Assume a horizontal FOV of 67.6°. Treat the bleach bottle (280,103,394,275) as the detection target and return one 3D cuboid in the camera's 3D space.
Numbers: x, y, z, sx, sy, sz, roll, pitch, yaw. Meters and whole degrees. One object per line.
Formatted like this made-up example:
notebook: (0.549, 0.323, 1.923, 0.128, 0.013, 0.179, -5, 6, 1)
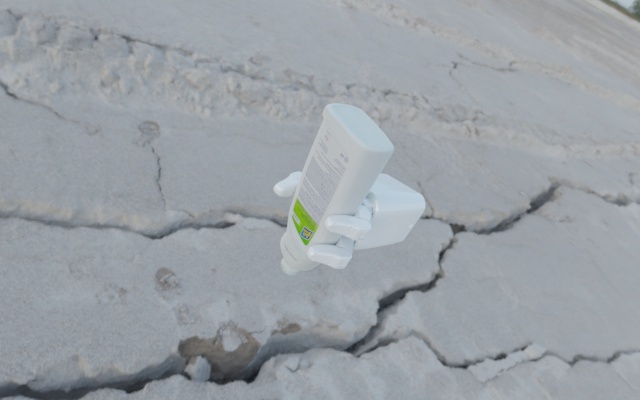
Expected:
bleach bottle: (0.000, 0.002, 0.645, 0.068, 0.251, 0.102, -2, 44, -38)
